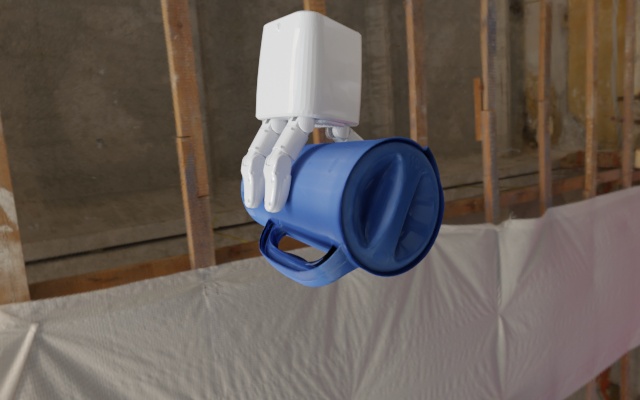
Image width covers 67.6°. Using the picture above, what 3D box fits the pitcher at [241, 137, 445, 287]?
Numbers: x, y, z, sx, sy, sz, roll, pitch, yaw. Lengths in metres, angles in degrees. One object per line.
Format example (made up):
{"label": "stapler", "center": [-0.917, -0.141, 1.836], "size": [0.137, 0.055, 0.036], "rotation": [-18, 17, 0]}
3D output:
{"label": "pitcher", "center": [0.000, 0.002, 0.537], "size": [0.149, 0.145, 0.243], "rotation": [1, 5, -35]}
